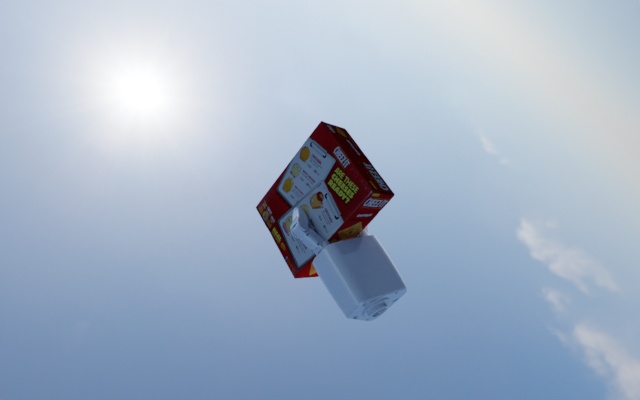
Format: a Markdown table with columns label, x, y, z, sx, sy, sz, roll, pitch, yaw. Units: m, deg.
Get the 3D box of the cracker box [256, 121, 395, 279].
| label | x | y | z | sx | sy | sz | roll | pitch | yaw |
| --- | --- | --- | --- | --- | --- | --- | --- | --- | --- |
| cracker box | 0.000 | 0.003 | 0.807 | 0.072 | 0.164 | 0.214 | 6 | -47 | -48 |
